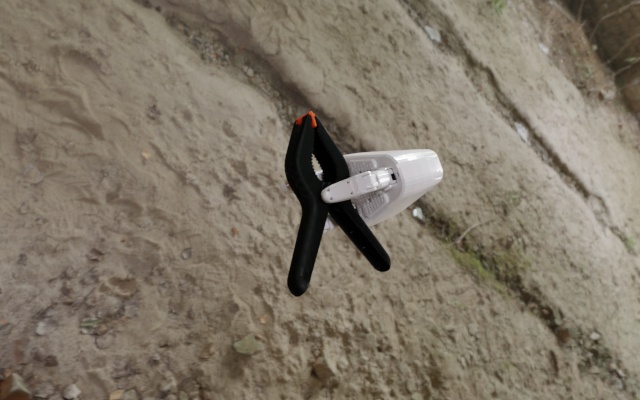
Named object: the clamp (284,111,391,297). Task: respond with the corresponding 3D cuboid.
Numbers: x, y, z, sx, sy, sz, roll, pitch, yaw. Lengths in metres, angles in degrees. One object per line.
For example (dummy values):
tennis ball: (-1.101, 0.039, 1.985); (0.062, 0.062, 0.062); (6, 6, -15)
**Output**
clamp: (0.001, 0.001, 0.545); (0.036, 0.210, 0.164); (-22, -4, 41)
